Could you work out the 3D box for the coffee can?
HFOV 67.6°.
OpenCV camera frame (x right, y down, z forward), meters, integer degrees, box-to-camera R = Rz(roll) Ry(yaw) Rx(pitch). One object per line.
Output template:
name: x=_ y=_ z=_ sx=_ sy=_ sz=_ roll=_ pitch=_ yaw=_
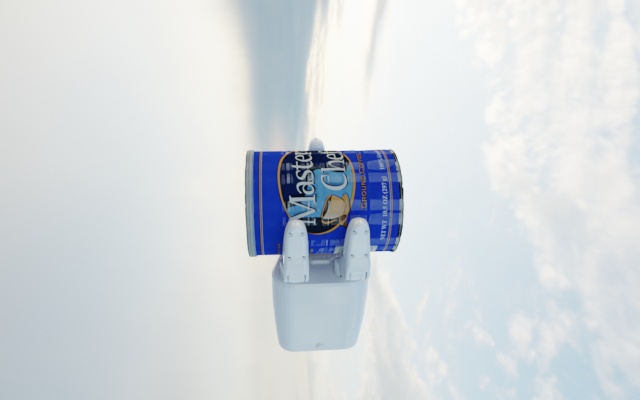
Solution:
coffee can: x=0.000 y=0.001 z=0.466 sx=0.140 sy=0.103 sz=0.103 roll=-1 pitch=0 yaw=-5
